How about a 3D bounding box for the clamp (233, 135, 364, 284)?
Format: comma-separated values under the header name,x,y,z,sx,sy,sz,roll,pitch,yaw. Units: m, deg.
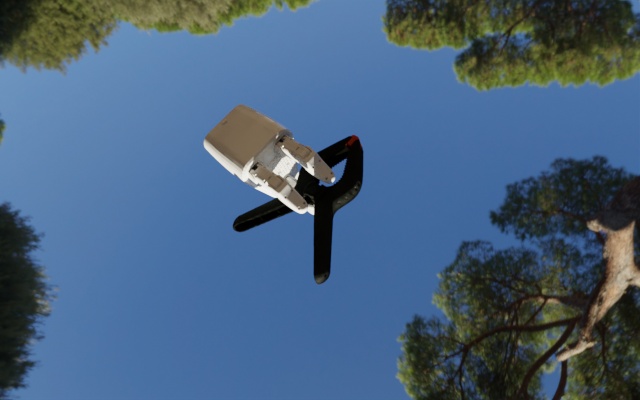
name,x,y,z,sx,sy,sz,roll,pitch,yaw
clamp,0.001,0.002,0.649,0.164,0.210,0.036,36,-13,31
